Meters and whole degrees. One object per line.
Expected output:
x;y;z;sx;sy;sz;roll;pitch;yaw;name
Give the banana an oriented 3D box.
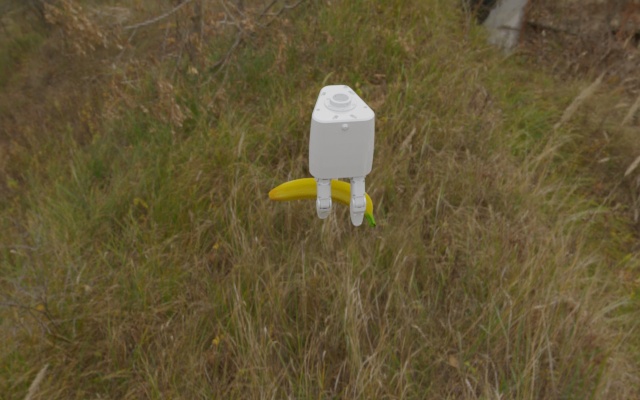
0.009;-0.009;0.846;0.198;0.037;0.069;14;48;12;banana
